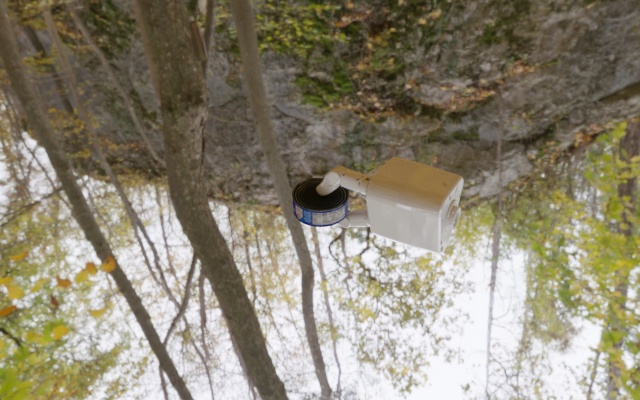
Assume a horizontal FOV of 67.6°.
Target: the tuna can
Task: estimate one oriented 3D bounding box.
[{"bbox_3d":[0.000,0.003,0.725,0.086,0.034,0.086,0,36,0],"label":"tuna can"}]
